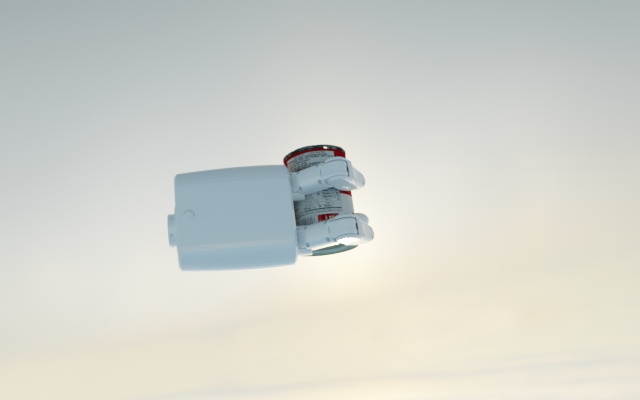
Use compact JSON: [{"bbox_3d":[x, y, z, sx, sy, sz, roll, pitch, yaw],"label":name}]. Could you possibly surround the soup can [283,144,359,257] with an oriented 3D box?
[{"bbox_3d":[0.001,0.002,0.496,0.068,0.102,0.068,-7,-17,-2],"label":"soup can"}]
